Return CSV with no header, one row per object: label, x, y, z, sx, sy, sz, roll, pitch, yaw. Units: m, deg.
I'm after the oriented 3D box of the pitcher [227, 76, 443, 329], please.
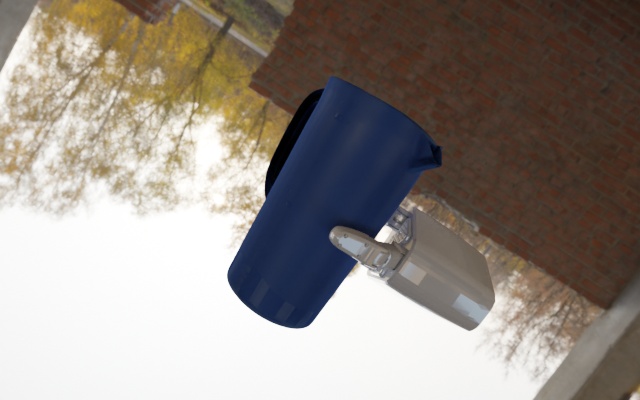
pitcher,0.000,0.002,0.502,0.145,0.243,0.149,32,8,-7
